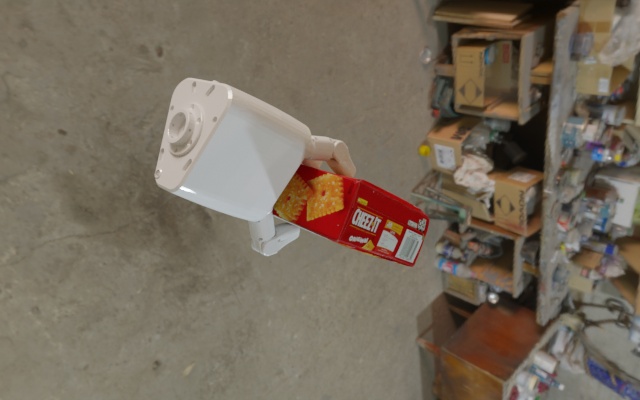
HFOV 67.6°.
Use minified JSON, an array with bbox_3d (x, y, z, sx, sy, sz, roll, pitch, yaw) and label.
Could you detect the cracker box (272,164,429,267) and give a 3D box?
[{"bbox_3d":[0.000,0.002,0.575,0.213,0.072,0.164,21,-1,41],"label":"cracker box"}]
